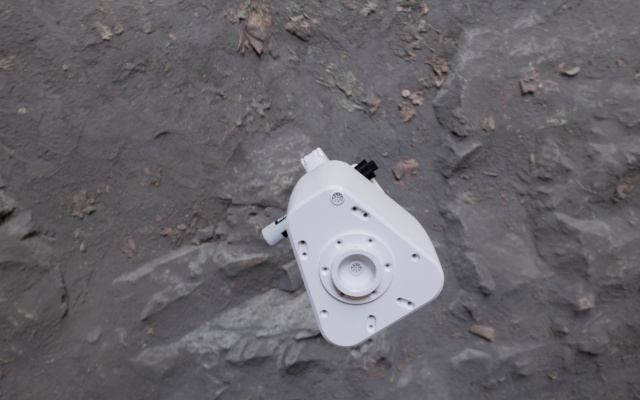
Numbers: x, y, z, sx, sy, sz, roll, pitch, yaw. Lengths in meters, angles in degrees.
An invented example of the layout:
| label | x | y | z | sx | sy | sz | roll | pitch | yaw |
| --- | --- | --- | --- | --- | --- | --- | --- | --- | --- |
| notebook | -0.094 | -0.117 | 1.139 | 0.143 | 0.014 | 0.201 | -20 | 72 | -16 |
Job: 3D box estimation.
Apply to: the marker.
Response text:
| label | x | y | z | sx | sy | sz | roll | pitch | yaw |
| --- | --- | --- | --- | --- | --- | --- | --- | --- | --- |
| marker | 0.000 | 0.001 | 0.434 | 0.121 | 0.020 | 0.020 | -34 | -6 | 8 |
